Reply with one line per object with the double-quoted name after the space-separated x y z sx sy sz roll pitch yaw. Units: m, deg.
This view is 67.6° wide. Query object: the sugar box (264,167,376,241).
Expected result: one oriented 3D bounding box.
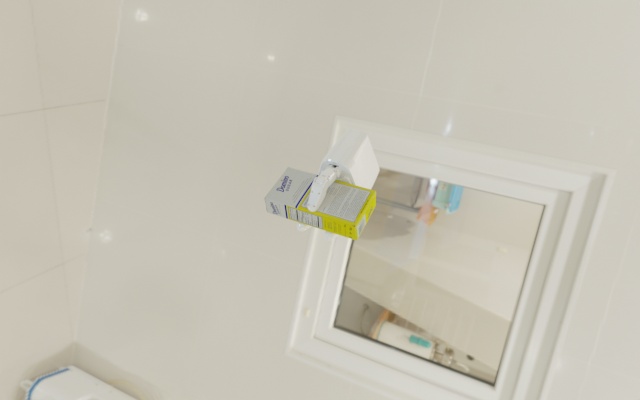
0.000 0.003 0.848 0.176 0.048 0.093 15 48 22 "sugar box"
